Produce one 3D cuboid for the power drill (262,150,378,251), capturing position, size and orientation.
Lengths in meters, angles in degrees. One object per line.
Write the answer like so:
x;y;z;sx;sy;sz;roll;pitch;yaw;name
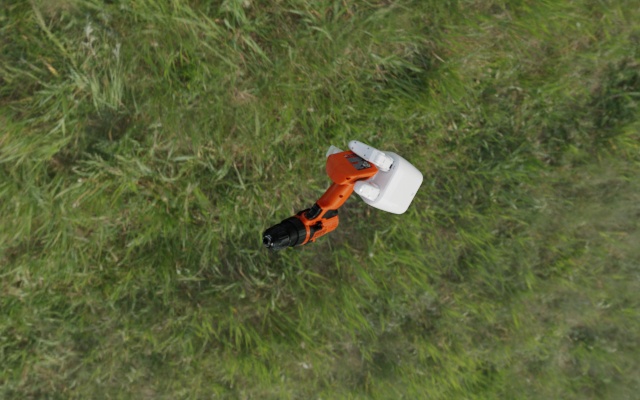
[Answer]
0.001;0.002;0.801;0.184;0.057;0.188;-20;-27;-53;power drill
